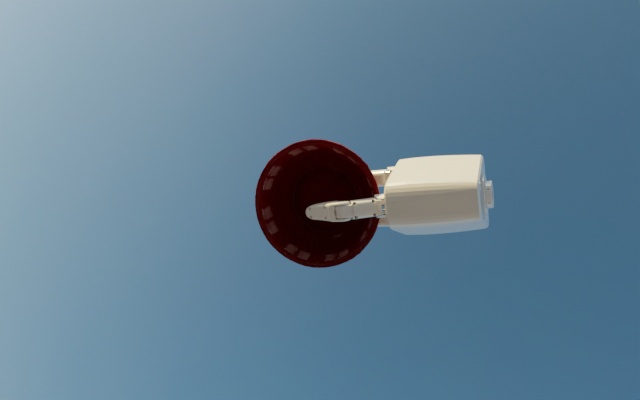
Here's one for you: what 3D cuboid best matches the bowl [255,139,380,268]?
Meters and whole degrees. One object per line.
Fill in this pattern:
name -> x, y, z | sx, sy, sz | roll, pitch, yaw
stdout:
bowl -> -0.001, 0.002, 0.617 | 0.162, 0.162, 0.055 | 0, 8, 13
